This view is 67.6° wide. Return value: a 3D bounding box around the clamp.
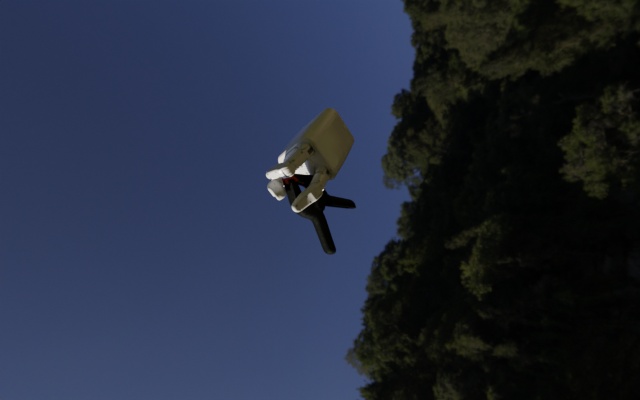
[{"bbox_3d":[0.000,0.003,0.880,0.039,0.171,0.120,-11,36,41],"label":"clamp"}]
